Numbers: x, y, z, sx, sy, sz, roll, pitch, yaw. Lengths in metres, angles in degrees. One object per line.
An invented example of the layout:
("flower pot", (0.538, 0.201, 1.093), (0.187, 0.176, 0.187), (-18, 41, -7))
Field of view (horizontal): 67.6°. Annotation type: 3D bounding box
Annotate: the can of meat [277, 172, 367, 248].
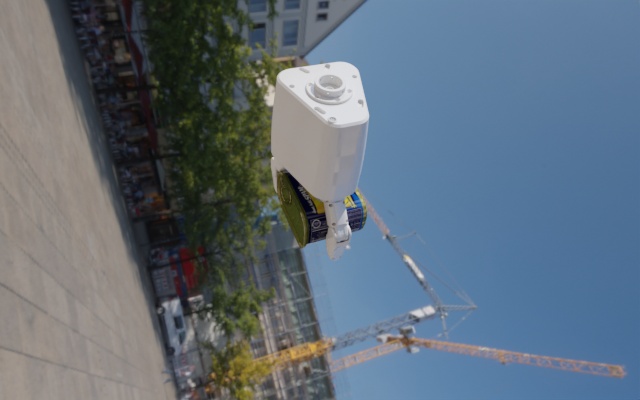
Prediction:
("can of meat", (0.000, 0.002, 0.602), (0.084, 0.057, 0.102), (-13, 49, -18))
